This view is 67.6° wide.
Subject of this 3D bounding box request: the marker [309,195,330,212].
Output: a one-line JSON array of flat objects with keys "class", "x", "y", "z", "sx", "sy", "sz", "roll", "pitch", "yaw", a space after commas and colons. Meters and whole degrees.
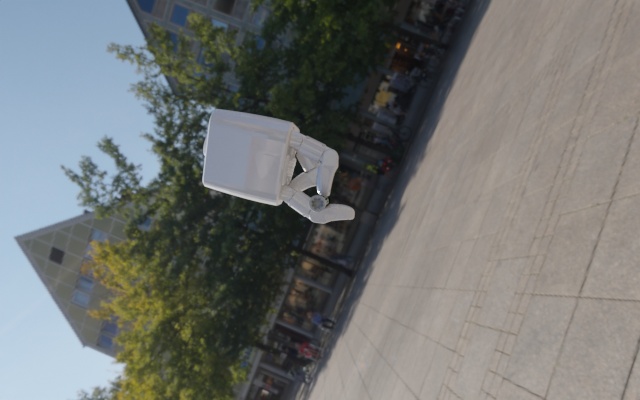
[{"class": "marker", "x": 0.000, "y": 0.002, "z": 0.584, "sx": 0.020, "sy": 0.020, "sz": 0.121, "roll": 0, "pitch": 2, "yaw": 4}]
